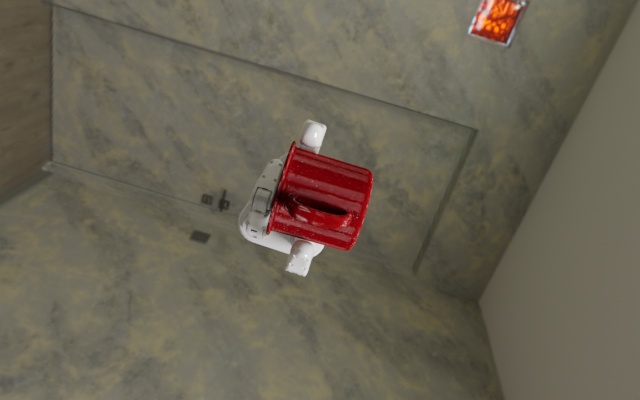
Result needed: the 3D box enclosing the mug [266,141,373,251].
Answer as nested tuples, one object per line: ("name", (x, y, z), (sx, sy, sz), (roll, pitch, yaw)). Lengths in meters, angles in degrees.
("mug", (0.000, 0.002, 0.442), (0.081, 0.093, 0.117), (16, 11, -2))
